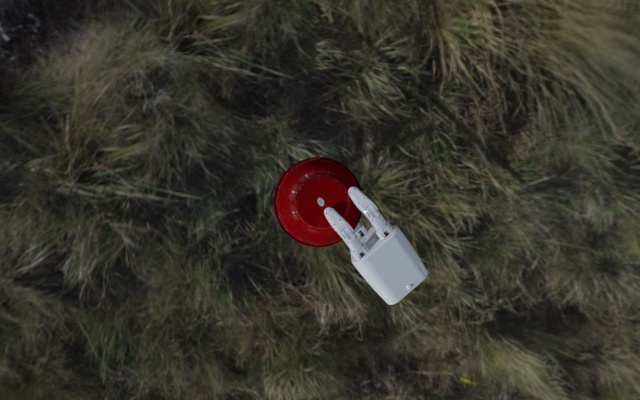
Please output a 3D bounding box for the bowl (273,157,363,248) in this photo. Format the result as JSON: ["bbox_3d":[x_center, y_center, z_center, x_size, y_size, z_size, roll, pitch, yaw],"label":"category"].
[{"bbox_3d":[-0.001,0.002,0.825,0.162,0.162,0.055,0,0,-7],"label":"bowl"}]
